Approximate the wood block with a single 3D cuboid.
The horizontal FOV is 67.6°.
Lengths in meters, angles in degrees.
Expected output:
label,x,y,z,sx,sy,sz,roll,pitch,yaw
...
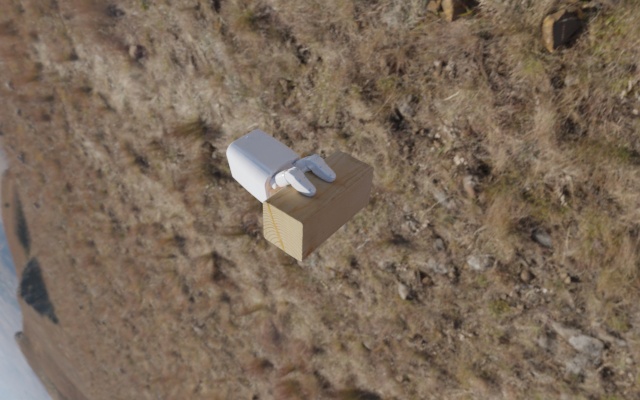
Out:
label,x,y,z,sx,sy,sz,roll,pitch,yaw
wood block,0.000,0.003,0.862,0.090,0.091,0.206,29,46,26
